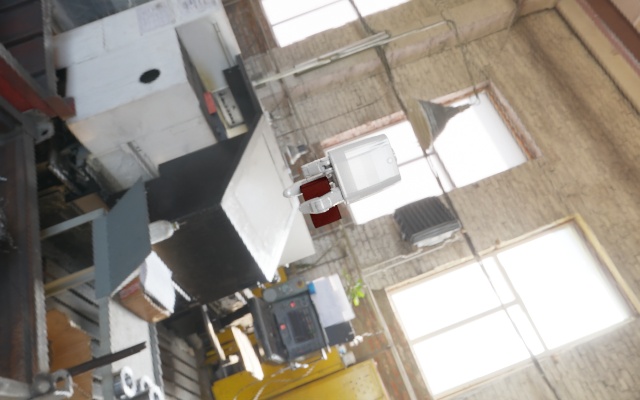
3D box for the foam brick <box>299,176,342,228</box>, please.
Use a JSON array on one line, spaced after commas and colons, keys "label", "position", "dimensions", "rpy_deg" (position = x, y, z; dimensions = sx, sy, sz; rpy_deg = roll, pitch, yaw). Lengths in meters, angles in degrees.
[{"label": "foam brick", "position": [0.000, 0.003, 0.847], "dimensions": [0.051, 0.078, 0.053], "rpy_deg": [-20, 9, -2]}]
